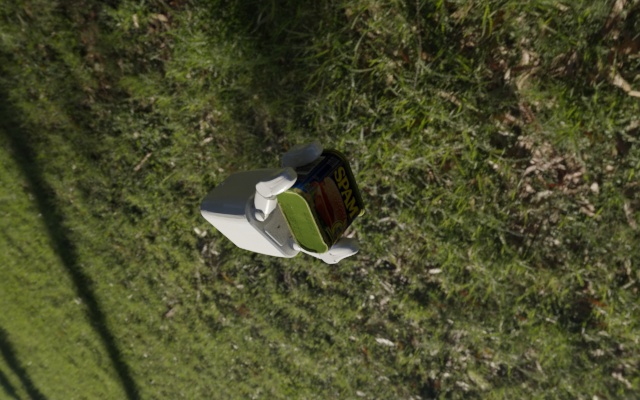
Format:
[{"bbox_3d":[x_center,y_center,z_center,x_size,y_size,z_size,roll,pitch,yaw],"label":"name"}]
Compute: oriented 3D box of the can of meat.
[{"bbox_3d":[0.000,0.002,0.577,0.057,0.102,0.084,6,41,40],"label":"can of meat"}]
